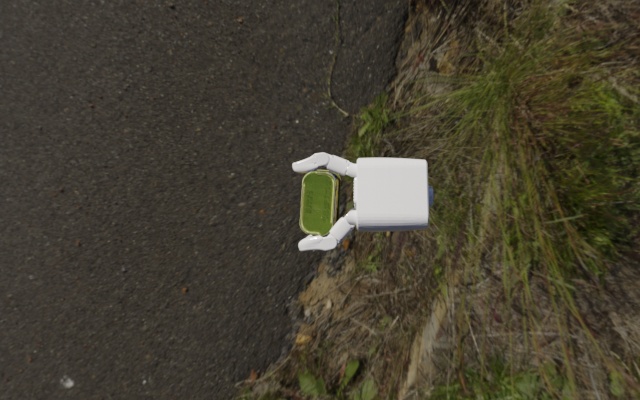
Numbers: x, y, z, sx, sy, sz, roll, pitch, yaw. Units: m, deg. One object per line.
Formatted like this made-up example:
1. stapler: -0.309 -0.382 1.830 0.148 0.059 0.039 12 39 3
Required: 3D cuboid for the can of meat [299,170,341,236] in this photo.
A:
1. can of meat: 0.000 0.002 0.753 0.057 0.102 0.084 4 4 6
